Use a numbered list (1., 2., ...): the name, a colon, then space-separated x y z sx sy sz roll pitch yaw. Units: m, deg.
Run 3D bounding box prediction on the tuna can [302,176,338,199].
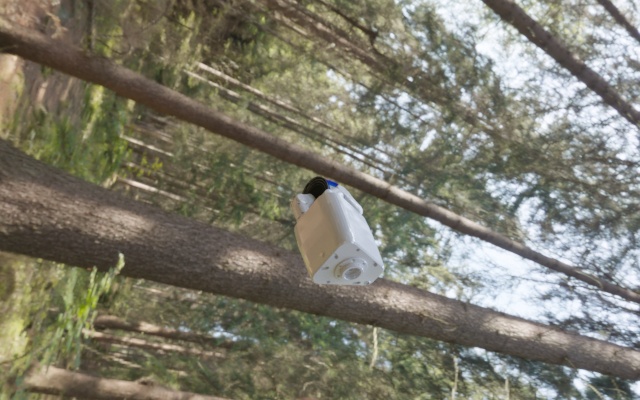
1. tuna can: 0.001 0.003 0.842 0.034 0.086 0.086 17 -10 -33
